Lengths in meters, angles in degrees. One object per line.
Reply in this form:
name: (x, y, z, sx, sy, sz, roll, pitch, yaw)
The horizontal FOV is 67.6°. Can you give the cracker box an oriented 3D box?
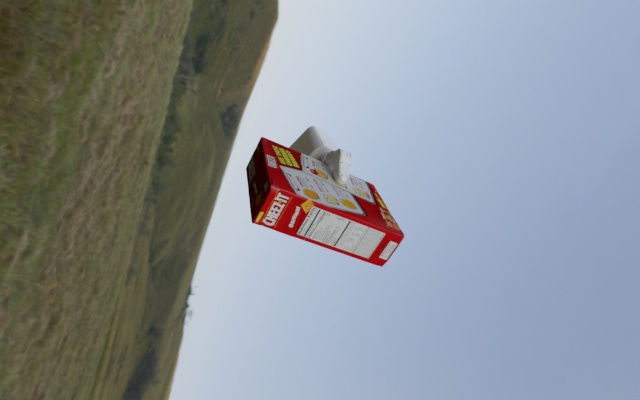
cracker box: (0.000, 0.002, 0.716, 0.214, 0.072, 0.164, 21, 23, -22)
